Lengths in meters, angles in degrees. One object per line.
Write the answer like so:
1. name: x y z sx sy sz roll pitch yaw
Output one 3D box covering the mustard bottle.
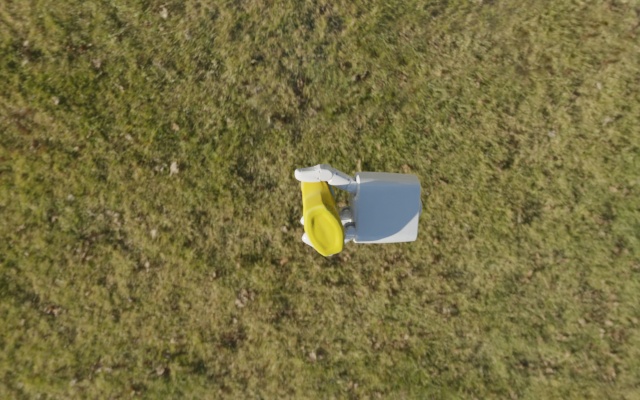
1. mustard bottle: 0.000 0.003 0.808 0.058 0.096 0.191 -21 29 7
